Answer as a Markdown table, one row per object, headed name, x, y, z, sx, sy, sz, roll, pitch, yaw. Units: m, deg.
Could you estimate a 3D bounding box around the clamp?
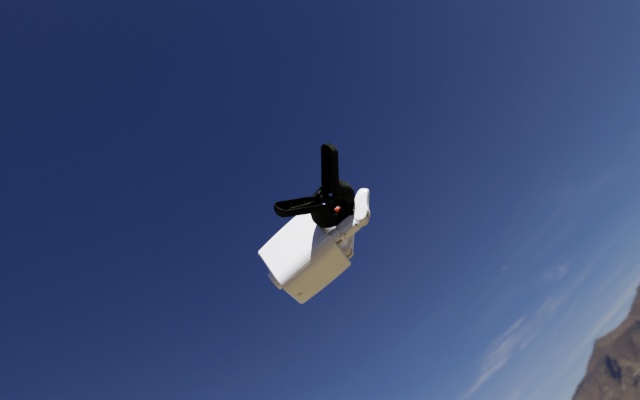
| name | x | y | z | sx | sy | sz | roll | pitch | yaw |
| --- | --- | --- | --- | --- | --- | --- | --- | --- | --- |
| clamp | 0.000 | 0.002 | 0.701 | 0.039 | 0.120 | 0.172 | 45 | -6 | 36 |
